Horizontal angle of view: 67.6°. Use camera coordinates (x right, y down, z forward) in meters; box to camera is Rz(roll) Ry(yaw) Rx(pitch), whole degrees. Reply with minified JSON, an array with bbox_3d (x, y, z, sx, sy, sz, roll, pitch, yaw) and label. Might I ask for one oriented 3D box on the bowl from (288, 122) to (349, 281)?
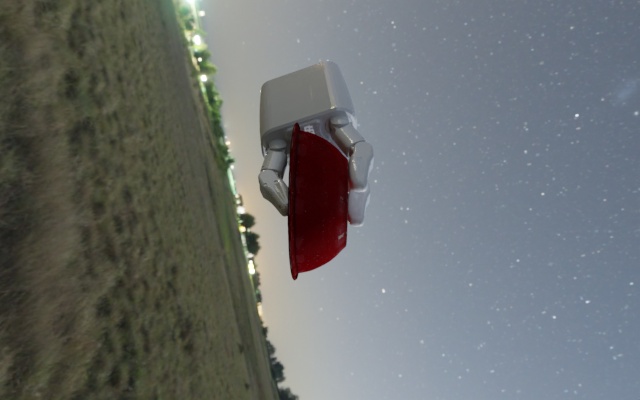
[{"bbox_3d":[0.000,0.003,0.493,0.055,0.162,0.162,1,0,2],"label":"bowl"}]
